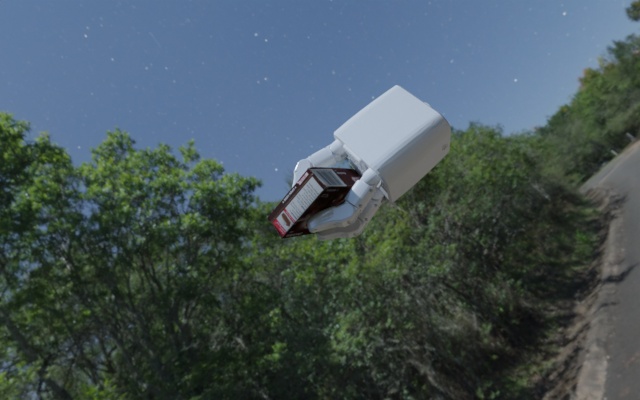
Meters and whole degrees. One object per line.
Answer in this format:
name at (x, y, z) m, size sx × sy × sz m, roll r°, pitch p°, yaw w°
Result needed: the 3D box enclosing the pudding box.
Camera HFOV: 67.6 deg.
pudding box at (0.000, 0.002, 0.597) m, size 0.090 × 0.039 × 0.113 m, roll -49°, pitch -25°, yaw 24°
